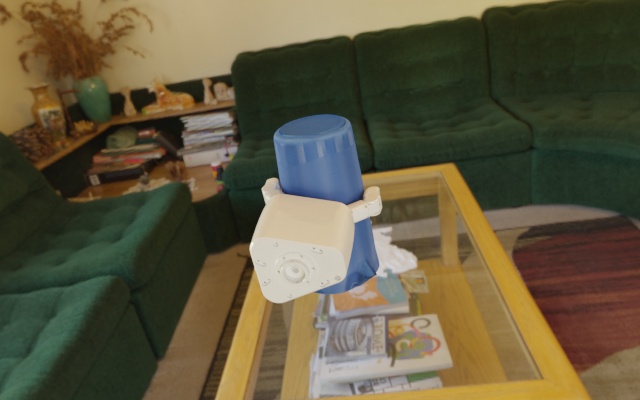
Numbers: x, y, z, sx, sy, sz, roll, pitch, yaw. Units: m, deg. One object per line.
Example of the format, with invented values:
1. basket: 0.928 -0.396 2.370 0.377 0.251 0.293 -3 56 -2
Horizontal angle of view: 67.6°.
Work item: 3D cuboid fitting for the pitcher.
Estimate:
1. pitcher: 0.000 0.002 0.706 0.149 0.243 0.145 -5 26 10
